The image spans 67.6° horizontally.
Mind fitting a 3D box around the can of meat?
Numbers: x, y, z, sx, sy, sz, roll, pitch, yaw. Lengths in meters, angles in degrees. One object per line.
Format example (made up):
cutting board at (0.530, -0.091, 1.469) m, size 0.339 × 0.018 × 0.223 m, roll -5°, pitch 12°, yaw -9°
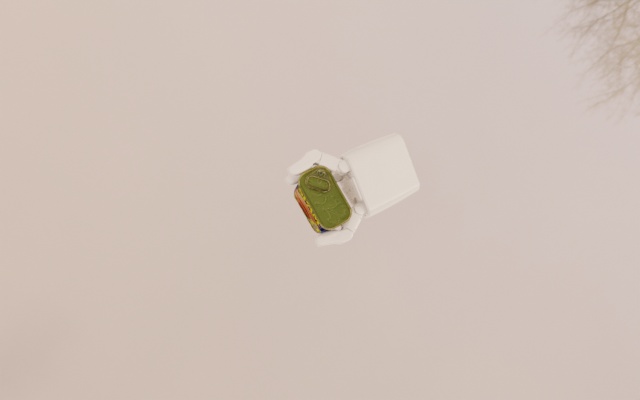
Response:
can of meat at (0.000, 0.003, 0.788) m, size 0.057 × 0.102 × 0.084 m, roll -28°, pitch -5°, yaw -14°
